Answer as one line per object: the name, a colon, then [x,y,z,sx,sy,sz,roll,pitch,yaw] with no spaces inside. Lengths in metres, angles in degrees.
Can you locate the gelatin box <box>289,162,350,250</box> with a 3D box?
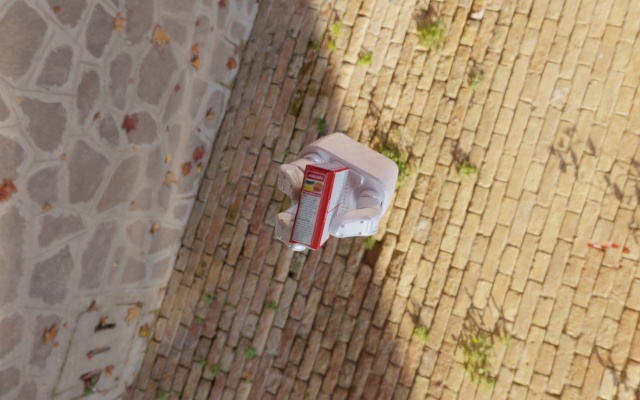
gelatin box: [0.000,0.002,0.461,0.030,0.073,0.089,15,9,9]
